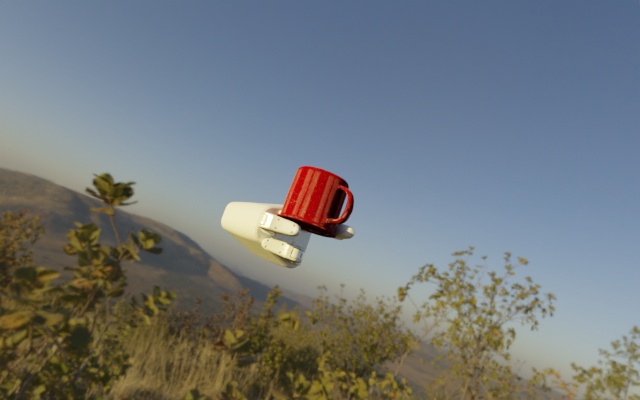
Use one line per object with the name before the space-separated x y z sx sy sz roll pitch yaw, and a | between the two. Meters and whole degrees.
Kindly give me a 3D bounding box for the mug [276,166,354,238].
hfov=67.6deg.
mug | 0.001 0.002 0.691 0.117 0.081 0.093 8 -16 46
